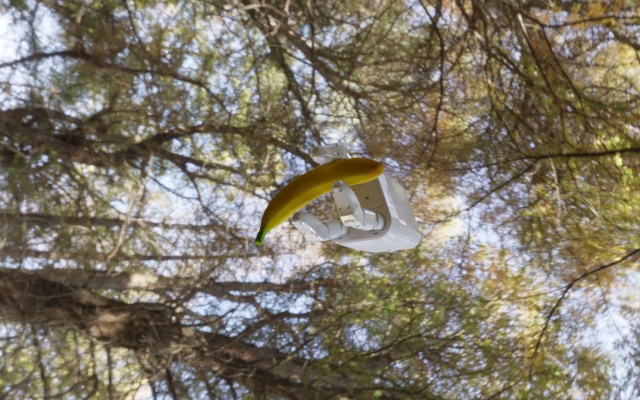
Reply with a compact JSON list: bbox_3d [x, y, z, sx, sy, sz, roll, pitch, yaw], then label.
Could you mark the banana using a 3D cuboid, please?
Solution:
[{"bbox_3d":[-0.007,-0.011,0.622,0.198,0.069,0.037,-32,-39,20],"label":"banana"}]
